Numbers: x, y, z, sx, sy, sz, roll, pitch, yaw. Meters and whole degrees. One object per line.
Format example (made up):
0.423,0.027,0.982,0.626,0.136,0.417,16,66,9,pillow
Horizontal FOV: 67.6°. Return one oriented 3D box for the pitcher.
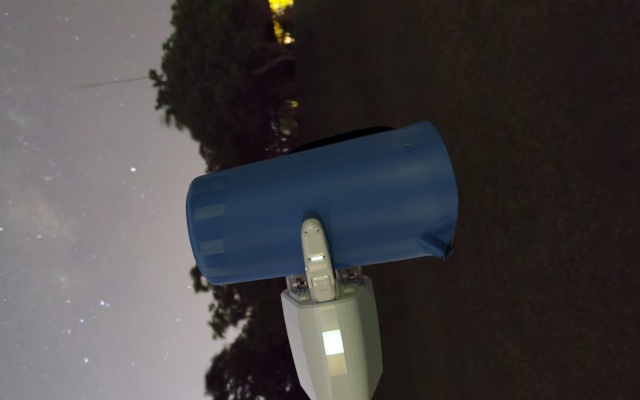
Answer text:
0.000,0.002,0.475,0.243,0.145,0.149,-10,1,-2,pitcher
